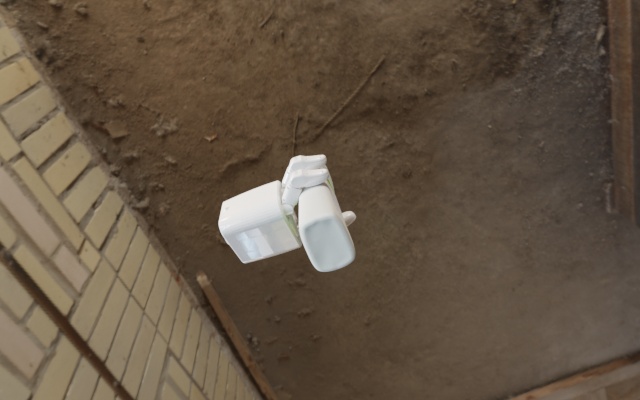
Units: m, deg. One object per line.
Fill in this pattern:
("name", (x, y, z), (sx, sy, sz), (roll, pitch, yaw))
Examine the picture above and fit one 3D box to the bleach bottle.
("bleach bottle", (0.000, 0.003, 0.792), (0.068, 0.103, 0.250), (-20, 28, 6))
